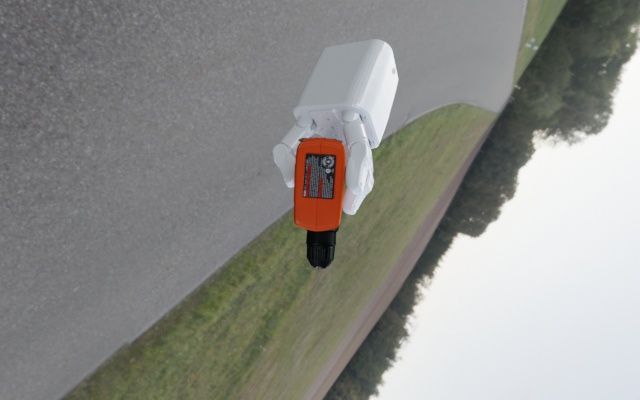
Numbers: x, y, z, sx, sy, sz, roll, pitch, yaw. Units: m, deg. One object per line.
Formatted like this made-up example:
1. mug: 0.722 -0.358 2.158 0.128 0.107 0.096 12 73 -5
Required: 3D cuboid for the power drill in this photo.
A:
1. power drill: 0.000 0.002 0.618 0.057 0.184 0.187 1 -3 1
